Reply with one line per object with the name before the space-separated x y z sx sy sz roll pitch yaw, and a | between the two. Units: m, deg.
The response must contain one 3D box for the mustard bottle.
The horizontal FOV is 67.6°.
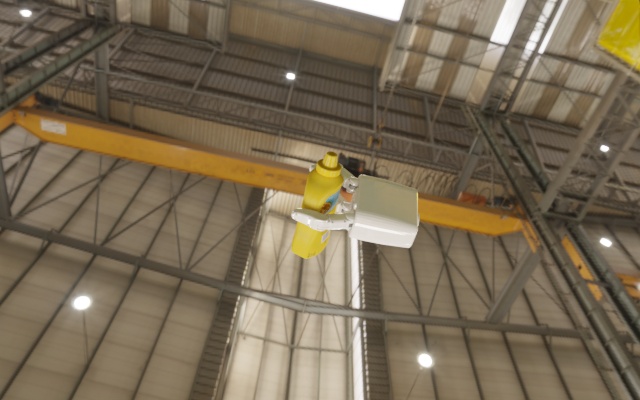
mustard bottle | 0.000 0.003 0.821 0.058 0.192 0.096 26 35 17
